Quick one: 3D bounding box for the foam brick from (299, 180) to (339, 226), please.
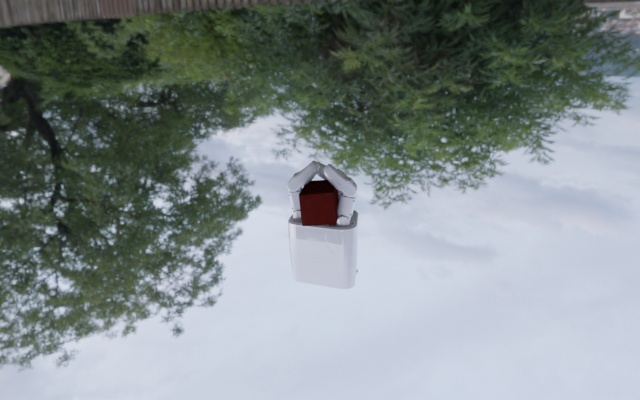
[{"bbox_3d":[0.000,0.002,0.727,0.053,0.051,0.078,-3,16,7],"label":"foam brick"}]
